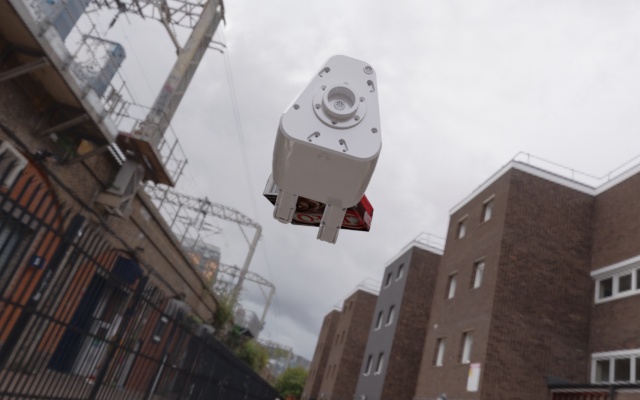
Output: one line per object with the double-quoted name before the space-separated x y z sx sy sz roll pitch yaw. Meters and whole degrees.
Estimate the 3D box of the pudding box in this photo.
"pudding box" 0.000 0.002 0.585 0.113 0.039 0.090 6 -25 26
